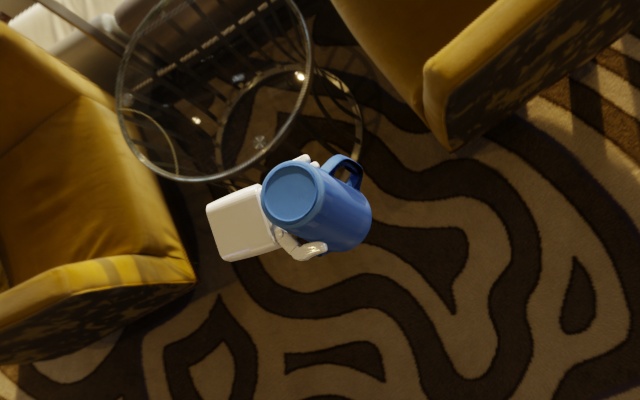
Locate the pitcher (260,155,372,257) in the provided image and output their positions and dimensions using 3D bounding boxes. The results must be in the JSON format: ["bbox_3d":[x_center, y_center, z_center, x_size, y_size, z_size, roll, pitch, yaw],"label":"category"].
[{"bbox_3d":[0.000,0.003,0.826,0.145,0.149,0.243,-19,-17,16],"label":"pitcher"}]
